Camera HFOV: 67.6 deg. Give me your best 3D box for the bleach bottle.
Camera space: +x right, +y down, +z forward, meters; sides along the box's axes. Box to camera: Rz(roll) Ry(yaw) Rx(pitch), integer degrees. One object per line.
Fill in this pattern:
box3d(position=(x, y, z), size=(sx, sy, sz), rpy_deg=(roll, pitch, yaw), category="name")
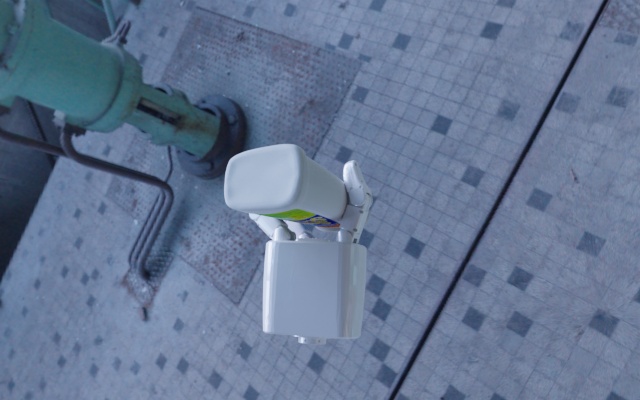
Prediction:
box3d(position=(0.000, 0.002, 0.585), size=(0.102, 0.068, 0.251), rpy_deg=(-5, -14, 30), category="bleach bottle")
